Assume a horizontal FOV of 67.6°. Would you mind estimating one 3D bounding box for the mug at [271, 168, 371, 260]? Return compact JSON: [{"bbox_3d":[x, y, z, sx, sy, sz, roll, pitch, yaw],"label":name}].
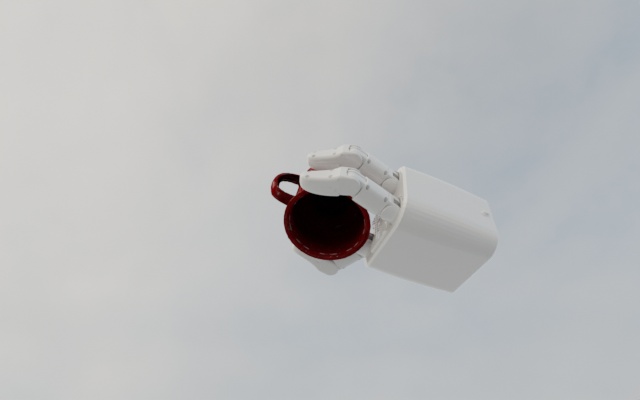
[{"bbox_3d":[-0.001,0.001,0.536,0.117,0.093,0.081,22,30,-5],"label":"mug"}]
